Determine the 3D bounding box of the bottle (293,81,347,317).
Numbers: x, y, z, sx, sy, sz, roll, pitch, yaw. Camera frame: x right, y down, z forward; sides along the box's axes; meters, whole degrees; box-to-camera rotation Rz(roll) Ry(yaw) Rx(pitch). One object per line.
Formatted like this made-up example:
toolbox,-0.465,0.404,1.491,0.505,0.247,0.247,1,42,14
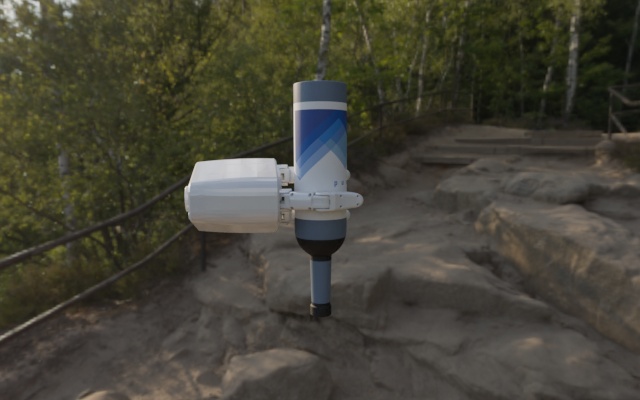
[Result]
bottle,0.000,0.002,0.609,0.069,0.296,0.069,0,6,0
